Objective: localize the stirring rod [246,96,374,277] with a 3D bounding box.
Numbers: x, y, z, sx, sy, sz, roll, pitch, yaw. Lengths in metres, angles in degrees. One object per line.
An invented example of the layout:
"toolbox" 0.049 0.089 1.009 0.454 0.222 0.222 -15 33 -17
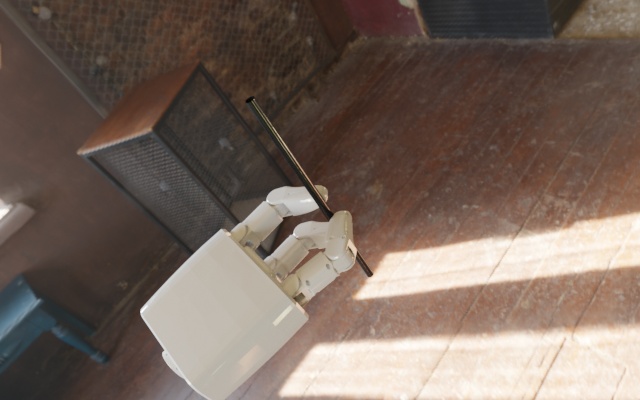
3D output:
"stirring rod" 0.000 0.002 0.435 0.011 0.011 0.240 0 -40 35
